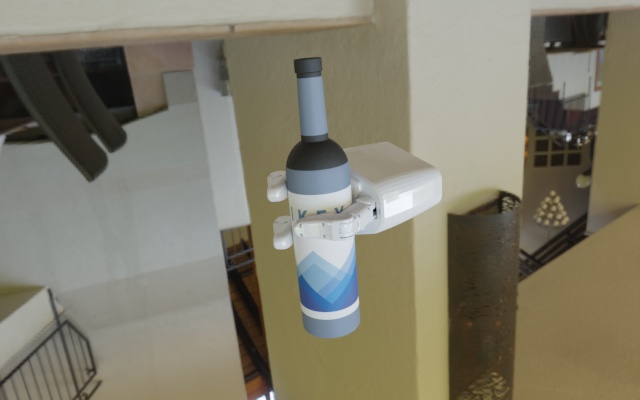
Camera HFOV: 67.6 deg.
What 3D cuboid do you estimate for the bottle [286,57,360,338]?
[{"bbox_3d":[0.000,0.002,0.508,0.069,0.296,0.069,-5,18,2],"label":"bottle"}]
